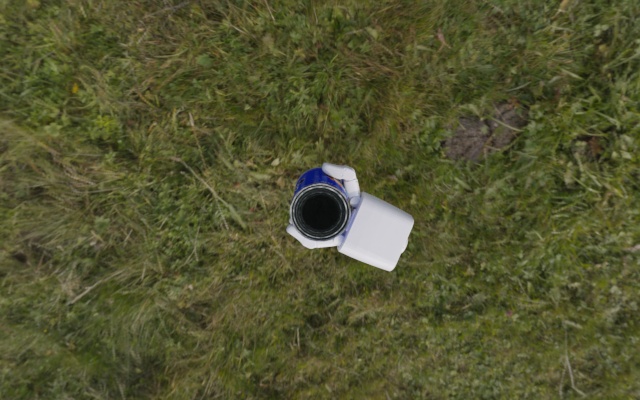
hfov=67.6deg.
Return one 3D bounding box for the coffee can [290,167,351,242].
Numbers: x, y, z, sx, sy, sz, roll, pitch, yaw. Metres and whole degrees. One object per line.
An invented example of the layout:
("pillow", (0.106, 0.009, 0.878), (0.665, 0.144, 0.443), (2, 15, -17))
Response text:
("coffee can", (0.000, 0.003, 0.862), (0.103, 0.103, 0.140), (0, 15, 1))
